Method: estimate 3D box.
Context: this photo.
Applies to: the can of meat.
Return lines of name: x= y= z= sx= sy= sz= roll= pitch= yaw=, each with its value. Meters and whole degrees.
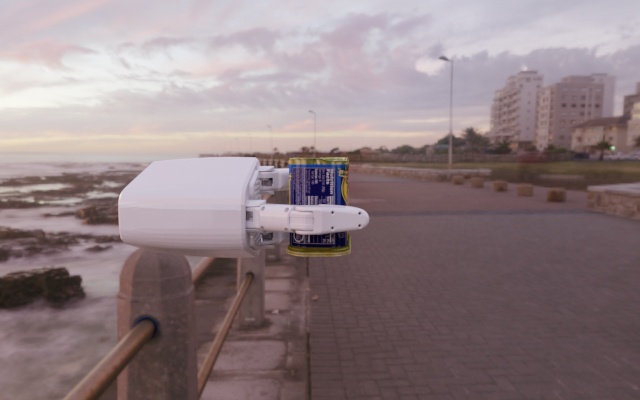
can of meat: x=0.000 y=0.001 z=0.449 sx=0.057 sy=0.084 sz=0.102 roll=0 pitch=5 yaw=4
